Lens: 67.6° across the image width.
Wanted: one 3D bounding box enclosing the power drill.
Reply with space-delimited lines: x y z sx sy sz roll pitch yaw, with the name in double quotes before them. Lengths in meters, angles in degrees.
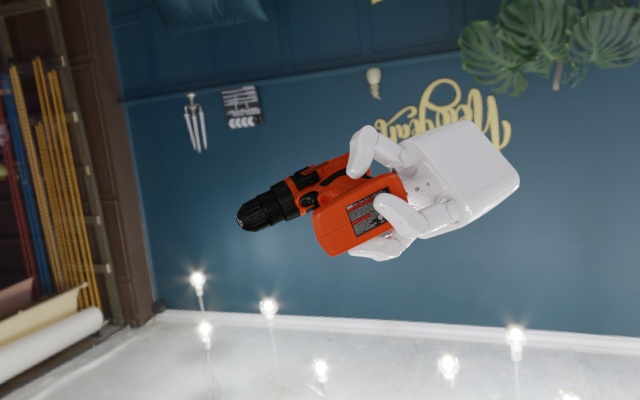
"power drill" 0.000 0.002 0.549 0.184 0.057 0.187 -28 20 -12
